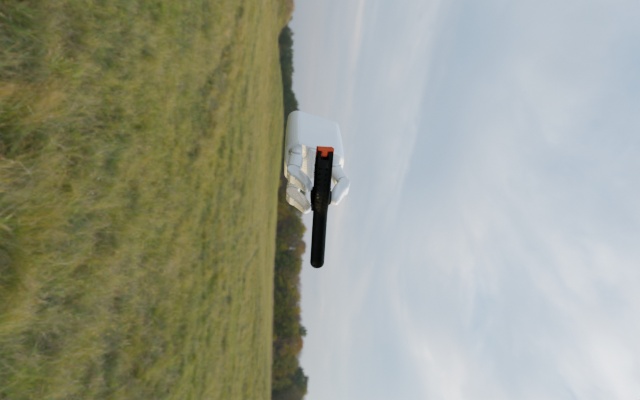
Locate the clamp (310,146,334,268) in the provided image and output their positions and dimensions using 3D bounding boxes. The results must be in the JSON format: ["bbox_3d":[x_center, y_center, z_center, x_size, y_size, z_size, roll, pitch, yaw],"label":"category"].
[{"bbox_3d":[0.001,0.002,0.825,0.036,0.164,0.210,2,-43,-4],"label":"clamp"}]
